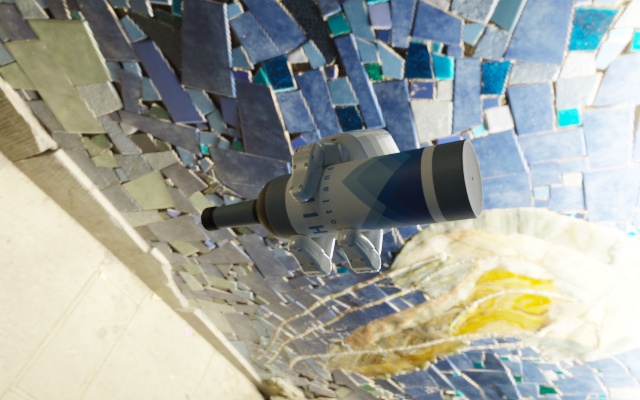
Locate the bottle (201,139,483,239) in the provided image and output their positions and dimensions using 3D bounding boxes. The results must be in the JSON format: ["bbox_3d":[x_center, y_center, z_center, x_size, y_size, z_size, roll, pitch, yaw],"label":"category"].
[{"bbox_3d":[0.000,0.001,0.467,0.296,0.069,0.069,-9,-5,30],"label":"bottle"}]
